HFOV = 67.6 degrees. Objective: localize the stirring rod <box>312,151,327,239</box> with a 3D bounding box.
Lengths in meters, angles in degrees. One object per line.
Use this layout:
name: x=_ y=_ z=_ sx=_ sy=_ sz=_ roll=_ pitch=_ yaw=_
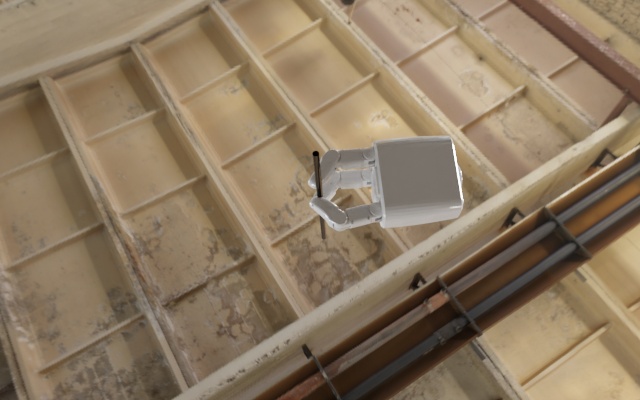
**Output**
stirring rod: x=0.000 y=0.002 z=0.660 sx=0.011 sy=0.011 sz=0.240 roll=0 pitch=-28 yaw=3
